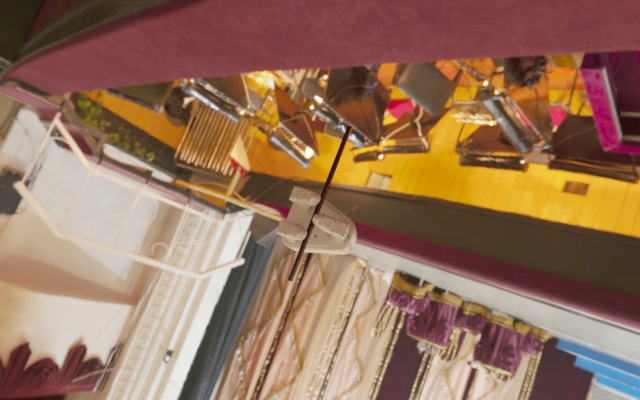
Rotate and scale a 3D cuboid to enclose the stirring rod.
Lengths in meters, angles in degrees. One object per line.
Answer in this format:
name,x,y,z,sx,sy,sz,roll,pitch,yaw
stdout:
stirring rod,0.000,0.002,0.689,0.011,0.239,0.011,21,-8,3
